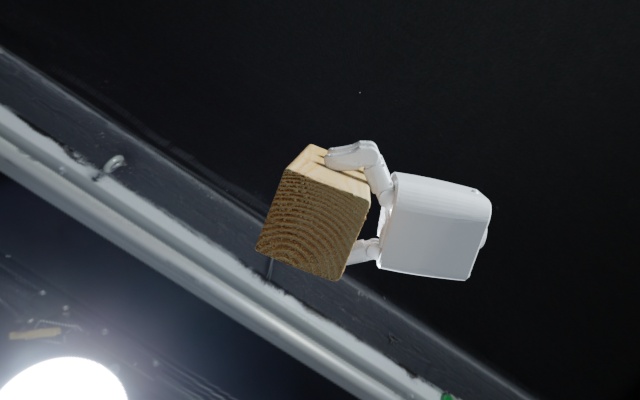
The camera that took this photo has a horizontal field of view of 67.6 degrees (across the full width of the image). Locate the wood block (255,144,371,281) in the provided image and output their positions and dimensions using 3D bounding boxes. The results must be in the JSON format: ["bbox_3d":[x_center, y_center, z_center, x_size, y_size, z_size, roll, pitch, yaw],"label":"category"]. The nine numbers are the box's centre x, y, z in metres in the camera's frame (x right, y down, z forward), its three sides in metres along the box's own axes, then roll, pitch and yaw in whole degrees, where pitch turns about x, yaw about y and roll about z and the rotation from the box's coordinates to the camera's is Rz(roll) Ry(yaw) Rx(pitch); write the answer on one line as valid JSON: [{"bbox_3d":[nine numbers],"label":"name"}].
[{"bbox_3d":[0.000,0.002,0.553,0.090,0.091,0.206,21,14,0],"label":"wood block"}]
